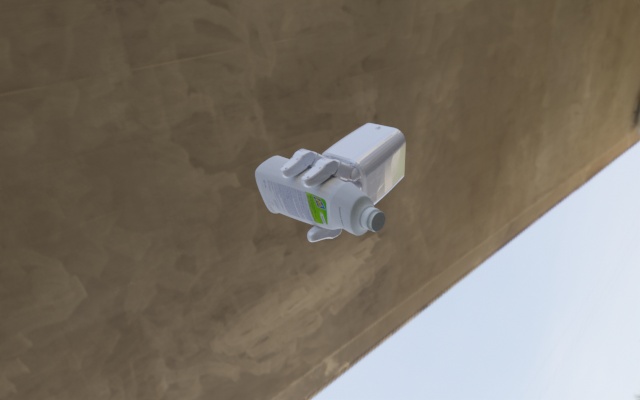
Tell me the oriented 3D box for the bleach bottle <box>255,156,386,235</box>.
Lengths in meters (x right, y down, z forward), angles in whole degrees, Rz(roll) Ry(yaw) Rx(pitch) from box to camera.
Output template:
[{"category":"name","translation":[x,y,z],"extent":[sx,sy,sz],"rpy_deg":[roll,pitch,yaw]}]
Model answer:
[{"category":"bleach bottle","translation":[0.000,0.002,0.736],"extent":[0.068,0.103,0.250],"rpy_deg":[-38,37,-25]}]
